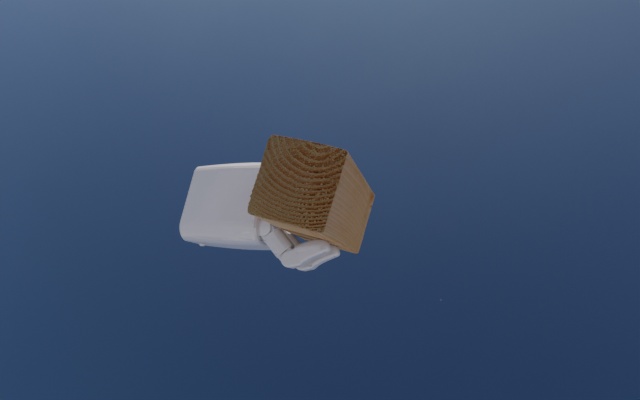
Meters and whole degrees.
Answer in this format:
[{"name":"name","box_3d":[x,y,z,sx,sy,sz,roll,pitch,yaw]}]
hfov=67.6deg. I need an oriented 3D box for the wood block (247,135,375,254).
[{"name":"wood block","box_3d":[0.000,0.002,0.585,0.090,0.091,0.206,14,-8,16]}]
